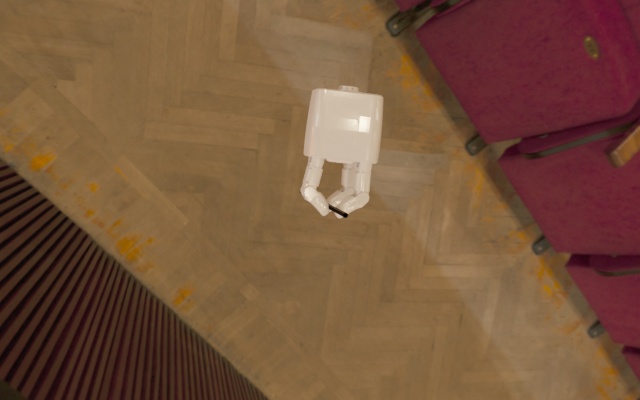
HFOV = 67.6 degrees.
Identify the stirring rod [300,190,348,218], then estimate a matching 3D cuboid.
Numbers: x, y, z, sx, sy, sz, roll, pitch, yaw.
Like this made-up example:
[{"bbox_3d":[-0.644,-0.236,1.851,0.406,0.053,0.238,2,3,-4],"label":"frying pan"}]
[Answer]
[{"bbox_3d":[0.000,0.003,0.816,0.011,0.011,0.239,0,9,-18],"label":"stirring rod"}]
